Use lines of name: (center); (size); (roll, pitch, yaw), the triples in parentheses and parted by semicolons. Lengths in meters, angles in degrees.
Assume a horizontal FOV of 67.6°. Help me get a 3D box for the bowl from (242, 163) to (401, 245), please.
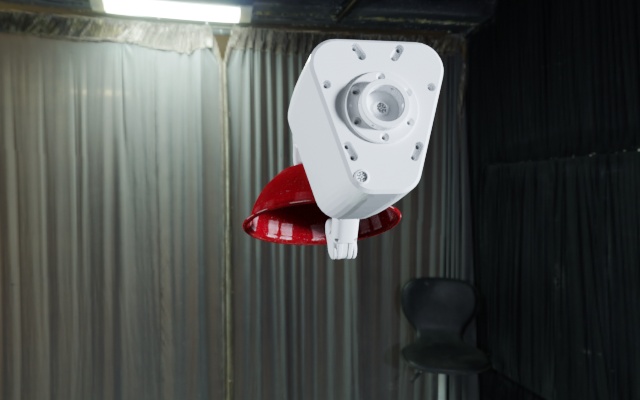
bowl: (0.000, 0.002, 0.500); (0.162, 0.055, 0.162); (-4, -19, -1)
